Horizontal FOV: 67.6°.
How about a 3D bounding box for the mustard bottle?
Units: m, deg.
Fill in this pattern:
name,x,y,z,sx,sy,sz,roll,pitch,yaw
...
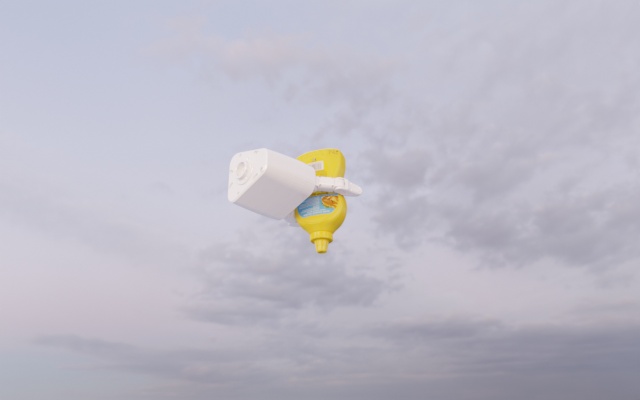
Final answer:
name,x,y,z,sx,sy,sz,roll,pitch,yaw
mustard bottle,0.000,0.003,0.868,0.096,0.191,0.058,-10,-26,18
